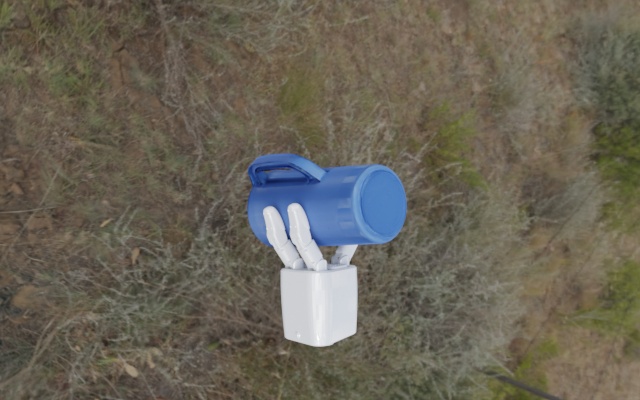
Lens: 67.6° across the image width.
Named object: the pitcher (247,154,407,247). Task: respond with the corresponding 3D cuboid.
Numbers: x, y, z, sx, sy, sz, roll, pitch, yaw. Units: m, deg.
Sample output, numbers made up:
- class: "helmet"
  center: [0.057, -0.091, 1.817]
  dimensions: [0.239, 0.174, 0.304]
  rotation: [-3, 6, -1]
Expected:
- class: "pitcher"
  center: [0.000, 0.003, 0.722]
  dimensions: [0.149, 0.145, 0.243]
  rotation: [3, -5, -41]
